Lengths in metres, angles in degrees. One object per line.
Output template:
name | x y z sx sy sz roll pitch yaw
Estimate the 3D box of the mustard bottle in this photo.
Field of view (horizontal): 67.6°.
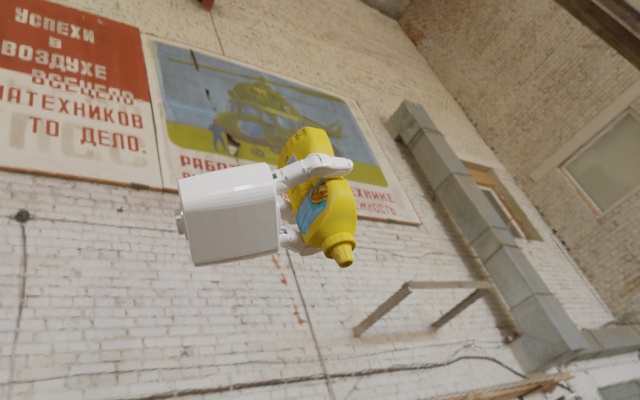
mustard bottle | 0.000 0.002 0.611 0.058 0.191 0.096 7 -44 -34
